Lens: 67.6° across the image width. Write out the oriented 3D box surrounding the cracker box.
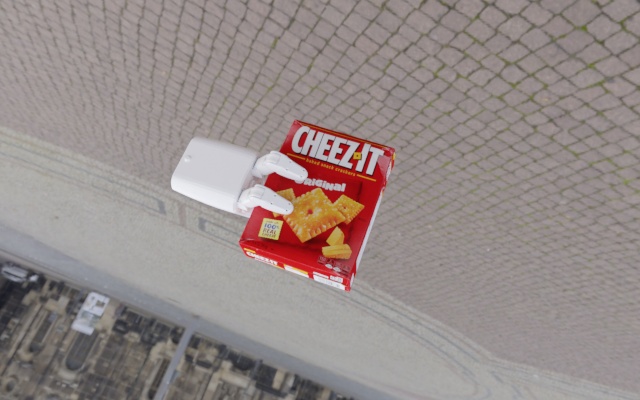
[{"bbox_3d":[0.000,0.003,0.697,0.164,0.213,0.072,18,-21,10],"label":"cracker box"}]
